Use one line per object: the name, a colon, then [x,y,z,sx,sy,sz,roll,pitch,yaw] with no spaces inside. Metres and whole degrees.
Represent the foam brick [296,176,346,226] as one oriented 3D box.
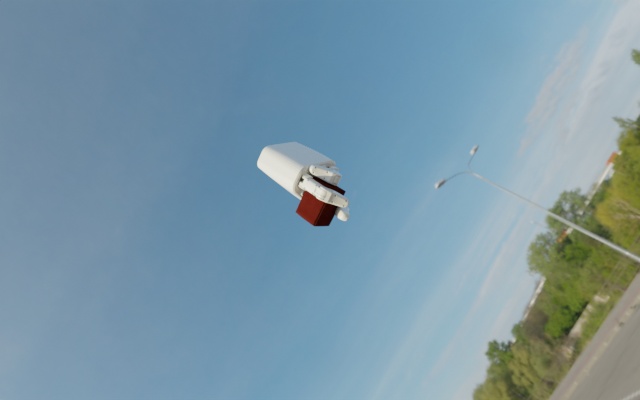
foam brick: [0.000,0.003,0.888,0.051,0.078,0.053,32,13,30]
